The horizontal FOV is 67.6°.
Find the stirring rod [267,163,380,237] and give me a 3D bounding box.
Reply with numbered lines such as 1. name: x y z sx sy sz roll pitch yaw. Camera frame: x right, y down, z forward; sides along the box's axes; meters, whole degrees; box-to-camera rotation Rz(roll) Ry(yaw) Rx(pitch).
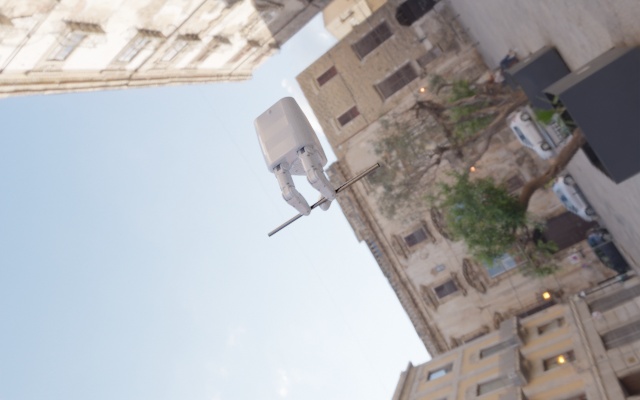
1. stirring rod: 0.000 0.003 0.811 0.239 0.011 0.011 -33 -14 23
